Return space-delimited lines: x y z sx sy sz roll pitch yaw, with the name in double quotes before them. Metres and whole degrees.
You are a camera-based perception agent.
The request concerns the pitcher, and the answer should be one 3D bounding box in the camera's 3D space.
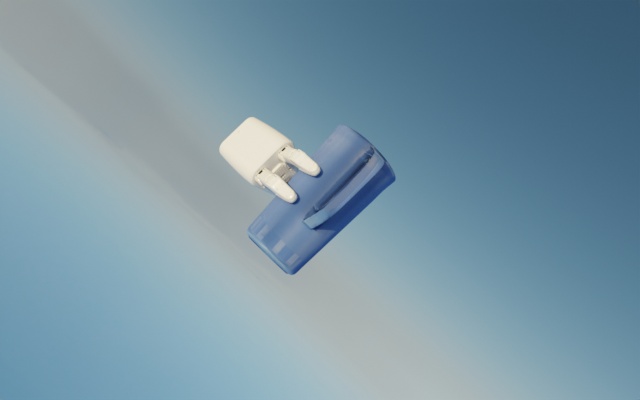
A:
"pitcher" 0.000 0.002 0.778 0.145 0.243 0.149 39 -9 31
